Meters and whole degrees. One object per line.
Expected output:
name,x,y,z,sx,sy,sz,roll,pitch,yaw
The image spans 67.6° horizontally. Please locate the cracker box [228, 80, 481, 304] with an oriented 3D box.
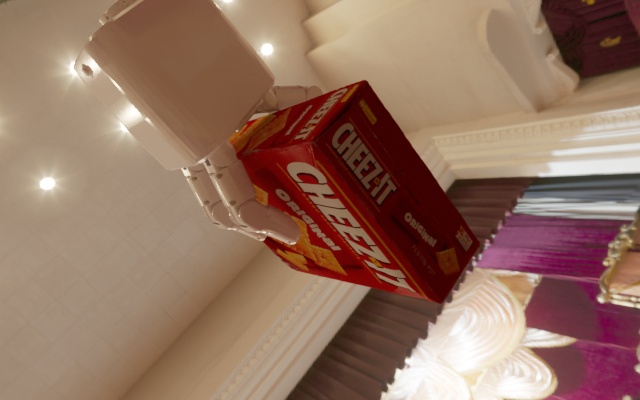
cracker box,0.000,0.001,0.415,0.164,0.072,0.213,49,-25,-23
